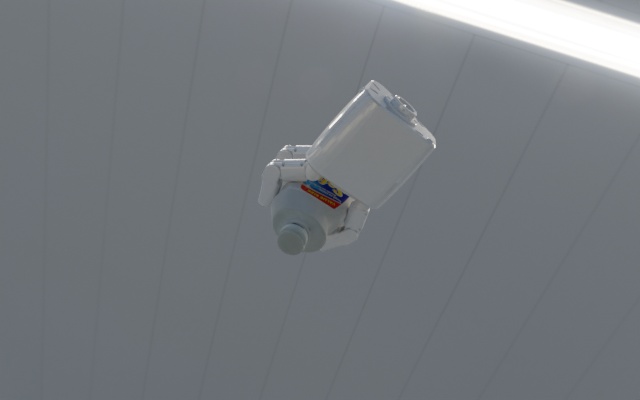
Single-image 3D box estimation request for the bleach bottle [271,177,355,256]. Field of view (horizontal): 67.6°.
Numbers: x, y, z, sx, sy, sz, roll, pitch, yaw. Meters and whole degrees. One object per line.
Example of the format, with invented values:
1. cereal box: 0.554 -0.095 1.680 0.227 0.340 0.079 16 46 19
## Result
1. bleach bottle: 0.000 0.002 0.613 0.102 0.068 0.250 41 25 -6
